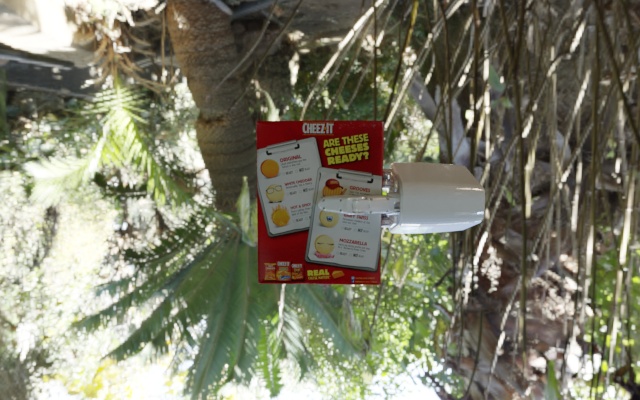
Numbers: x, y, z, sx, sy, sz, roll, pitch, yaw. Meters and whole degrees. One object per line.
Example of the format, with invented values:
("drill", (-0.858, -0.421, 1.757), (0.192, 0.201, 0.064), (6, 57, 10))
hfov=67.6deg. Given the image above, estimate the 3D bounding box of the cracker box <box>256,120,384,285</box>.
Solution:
("cracker box", (0.000, 0.002, 0.642), (0.164, 0.214, 0.072), (0, 6, 2))
